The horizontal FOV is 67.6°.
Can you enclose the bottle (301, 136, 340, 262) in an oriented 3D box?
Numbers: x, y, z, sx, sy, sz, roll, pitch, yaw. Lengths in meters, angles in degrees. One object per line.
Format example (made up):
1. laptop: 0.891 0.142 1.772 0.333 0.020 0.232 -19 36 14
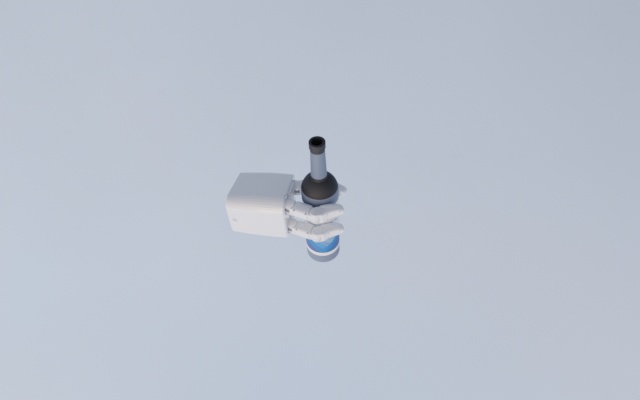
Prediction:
1. bottle: 0.000 0.003 0.864 0.069 0.069 0.296 0 -41 3
